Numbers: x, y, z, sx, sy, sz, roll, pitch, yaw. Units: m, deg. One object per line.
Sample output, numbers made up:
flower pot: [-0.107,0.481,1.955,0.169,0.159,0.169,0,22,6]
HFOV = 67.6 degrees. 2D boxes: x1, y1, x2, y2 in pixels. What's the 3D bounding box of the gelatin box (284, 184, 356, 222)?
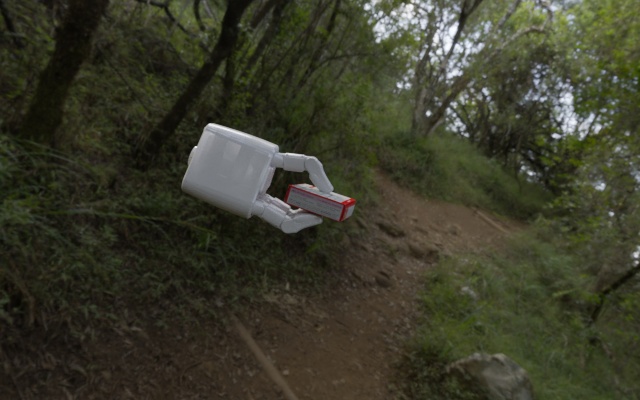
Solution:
gelatin box: [0.001,0.002,0.697,0.089,0.030,0.073,18,9,13]
